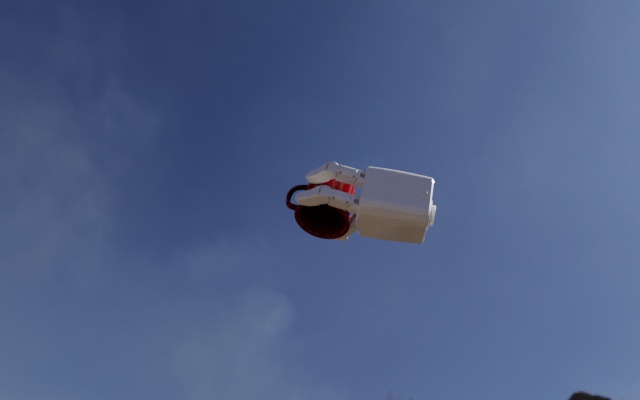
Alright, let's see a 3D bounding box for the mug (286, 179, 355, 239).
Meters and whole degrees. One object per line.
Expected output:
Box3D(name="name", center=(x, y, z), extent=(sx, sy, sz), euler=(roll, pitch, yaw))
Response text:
Box3D(name="mug", center=(-0.001, 0.002, 0.804), extent=(0.117, 0.081, 0.093), euler=(11, -41, 10))
